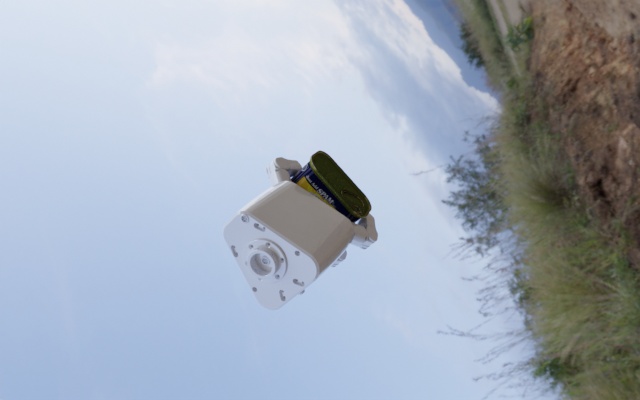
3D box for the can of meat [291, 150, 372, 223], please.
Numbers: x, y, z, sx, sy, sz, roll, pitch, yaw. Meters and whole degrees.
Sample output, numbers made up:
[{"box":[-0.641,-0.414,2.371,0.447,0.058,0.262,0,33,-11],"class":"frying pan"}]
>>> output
[{"box":[0.000,0.002,0.617,0.084,0.102,0.057,-41,2,28],"class":"can of meat"}]
